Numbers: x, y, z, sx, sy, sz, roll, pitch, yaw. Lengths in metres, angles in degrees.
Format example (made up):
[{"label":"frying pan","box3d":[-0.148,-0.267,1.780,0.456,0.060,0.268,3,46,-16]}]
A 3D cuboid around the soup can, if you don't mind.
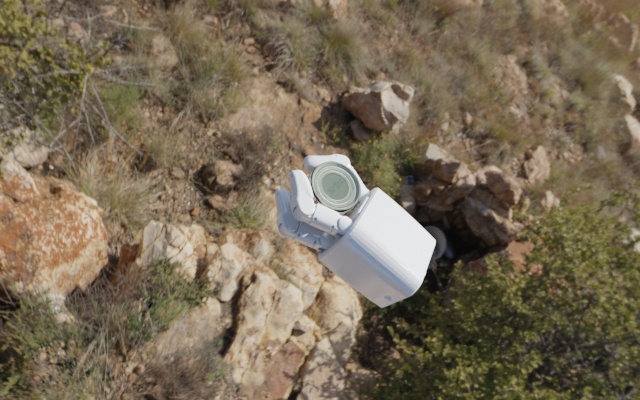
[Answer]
[{"label":"soup can","box3d":[0.000,0.001,0.610,0.068,0.068,0.102,0,-23,-24]}]
